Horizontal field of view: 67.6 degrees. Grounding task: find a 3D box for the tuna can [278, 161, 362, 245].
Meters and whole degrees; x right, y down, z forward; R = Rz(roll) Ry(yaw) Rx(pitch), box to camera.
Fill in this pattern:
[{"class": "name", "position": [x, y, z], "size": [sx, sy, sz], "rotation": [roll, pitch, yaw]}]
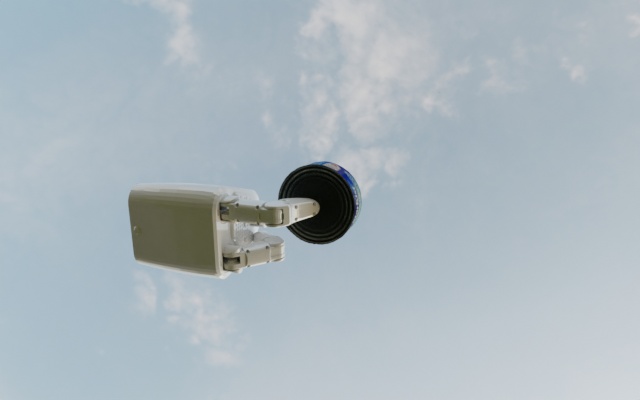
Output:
[{"class": "tuna can", "position": [0.000, 0.002, 0.511], "size": [0.086, 0.086, 0.033], "rotation": [0, 12, 20]}]
